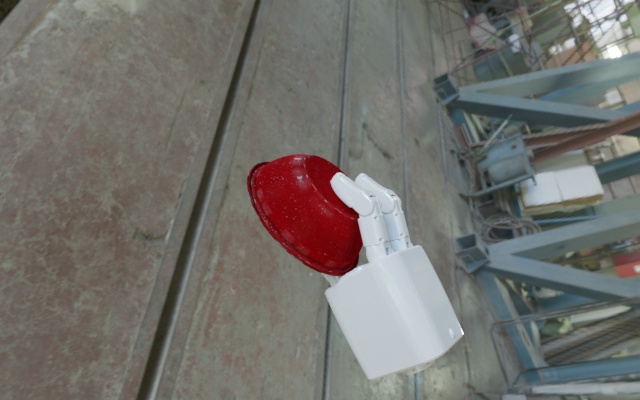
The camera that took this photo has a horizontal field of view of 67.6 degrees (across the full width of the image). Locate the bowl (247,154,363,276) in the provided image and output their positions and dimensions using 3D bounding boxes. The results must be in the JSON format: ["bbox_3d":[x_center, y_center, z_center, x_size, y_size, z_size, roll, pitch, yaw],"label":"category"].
[{"bbox_3d":[-0.001,0.000,0.527,0.055,0.162,0.162,-44,-23,25],"label":"bowl"}]
